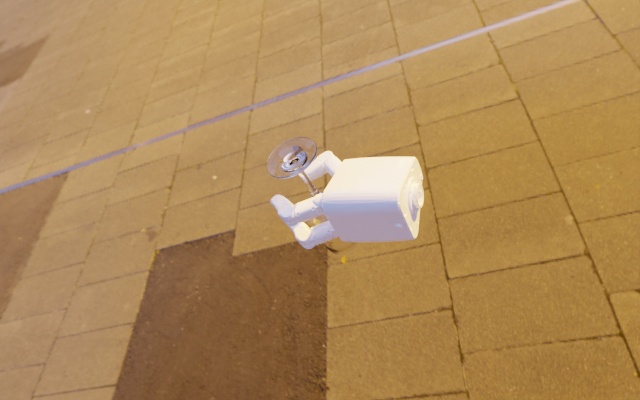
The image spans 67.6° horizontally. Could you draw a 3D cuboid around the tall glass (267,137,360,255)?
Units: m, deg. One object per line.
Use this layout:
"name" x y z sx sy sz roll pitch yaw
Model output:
"tall glass" 0.000 0.002 0.706 0.079 0.079 0.201 0 -38 29
